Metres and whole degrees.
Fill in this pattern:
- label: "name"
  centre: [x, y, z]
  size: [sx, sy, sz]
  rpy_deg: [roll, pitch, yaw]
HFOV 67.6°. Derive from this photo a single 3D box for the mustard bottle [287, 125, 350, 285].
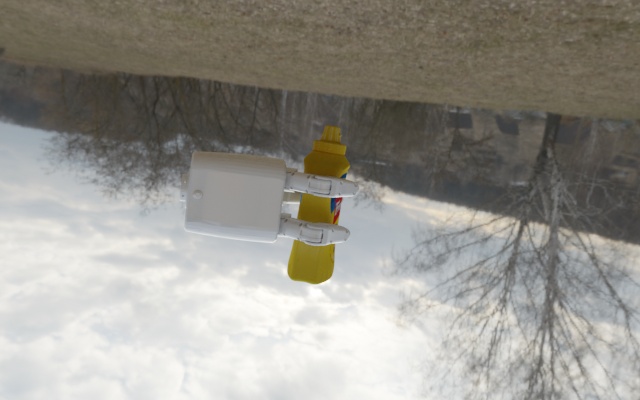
- label: "mustard bottle"
  centre: [0.000, 0.002, 0.601]
  size: [0.058, 0.191, 0.096]
  rpy_deg: [10, 7, 10]
